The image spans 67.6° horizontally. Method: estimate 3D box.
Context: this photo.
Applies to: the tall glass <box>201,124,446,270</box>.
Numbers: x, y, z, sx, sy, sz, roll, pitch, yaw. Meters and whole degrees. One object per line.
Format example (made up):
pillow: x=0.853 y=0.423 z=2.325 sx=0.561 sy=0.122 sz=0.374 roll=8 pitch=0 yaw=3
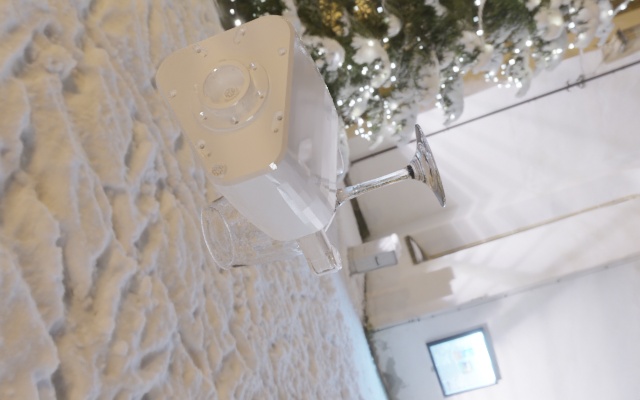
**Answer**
tall glass: x=0.001 y=0.001 z=0.418 sx=0.201 sy=0.079 sz=0.079 roll=-19 pitch=-3 yaw=8
